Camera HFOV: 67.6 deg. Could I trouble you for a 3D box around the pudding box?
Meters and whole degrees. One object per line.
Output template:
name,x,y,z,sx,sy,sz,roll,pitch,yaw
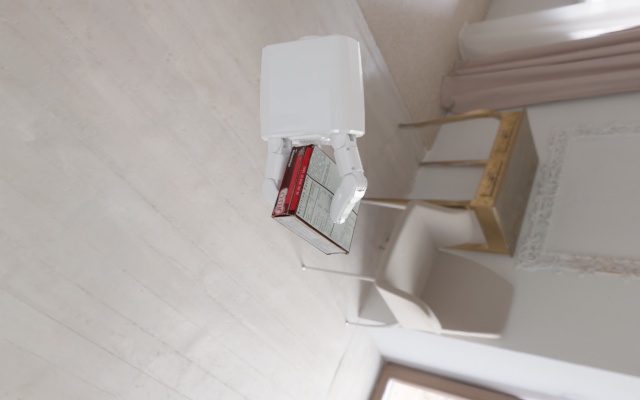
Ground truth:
pudding box,0.000,0.002,0.551,0.039,0.090,0.113,-4,-29,39
